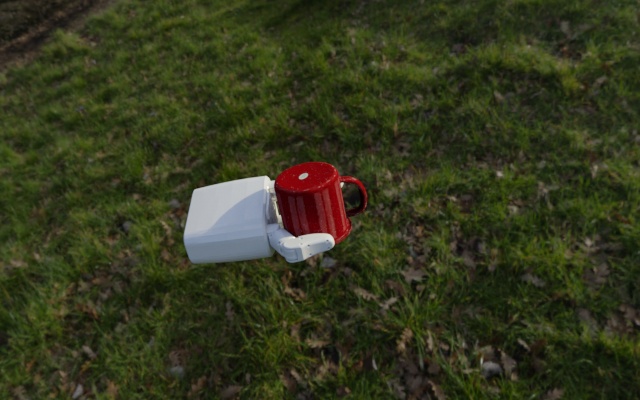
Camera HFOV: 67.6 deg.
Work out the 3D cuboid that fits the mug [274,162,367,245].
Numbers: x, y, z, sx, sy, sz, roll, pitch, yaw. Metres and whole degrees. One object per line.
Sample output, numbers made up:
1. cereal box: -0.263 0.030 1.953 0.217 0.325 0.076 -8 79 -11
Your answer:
1. mug: 0.001 0.002 0.601 0.117 0.081 0.093 -10 29 3
